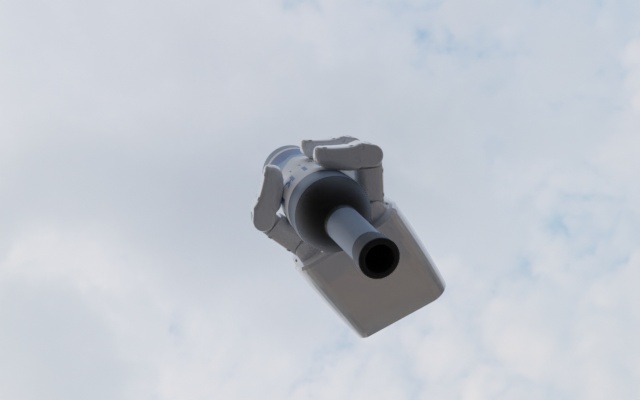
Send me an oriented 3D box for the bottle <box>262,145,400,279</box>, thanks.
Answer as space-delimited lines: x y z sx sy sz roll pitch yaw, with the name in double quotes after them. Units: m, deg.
0.000 0.001 0.431 0.069 0.069 0.295 0 14 -15 "bottle"
